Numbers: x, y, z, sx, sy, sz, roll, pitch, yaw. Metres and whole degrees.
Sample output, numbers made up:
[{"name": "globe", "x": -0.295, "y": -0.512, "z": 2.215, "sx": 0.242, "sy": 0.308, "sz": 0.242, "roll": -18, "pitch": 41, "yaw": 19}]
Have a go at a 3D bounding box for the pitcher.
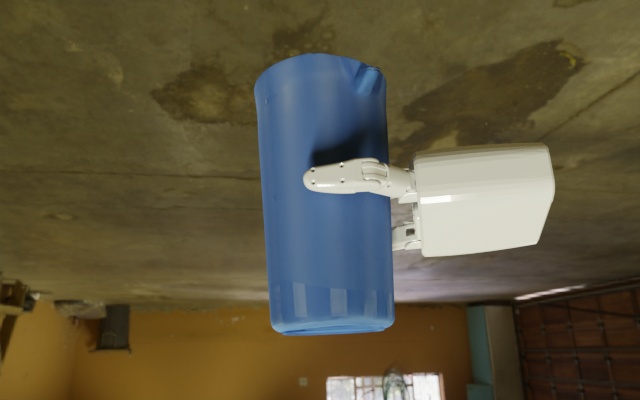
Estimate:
[{"name": "pitcher", "x": 0.000, "y": 0.001, "z": 0.457, "sx": 0.145, "sy": 0.242, "sz": 0.149, "roll": -5, "pitch": -18, "yaw": 9}]
